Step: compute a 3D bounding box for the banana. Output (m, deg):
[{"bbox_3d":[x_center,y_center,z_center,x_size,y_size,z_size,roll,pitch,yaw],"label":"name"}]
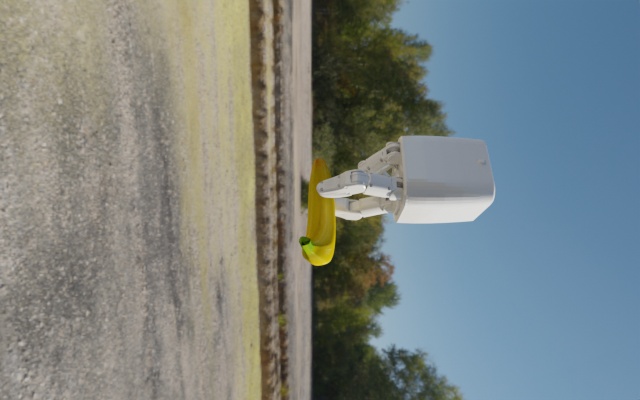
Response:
[{"bbox_3d":[0.000,0.020,0.587,0.037,0.070,0.197,1,31,2],"label":"banana"}]
